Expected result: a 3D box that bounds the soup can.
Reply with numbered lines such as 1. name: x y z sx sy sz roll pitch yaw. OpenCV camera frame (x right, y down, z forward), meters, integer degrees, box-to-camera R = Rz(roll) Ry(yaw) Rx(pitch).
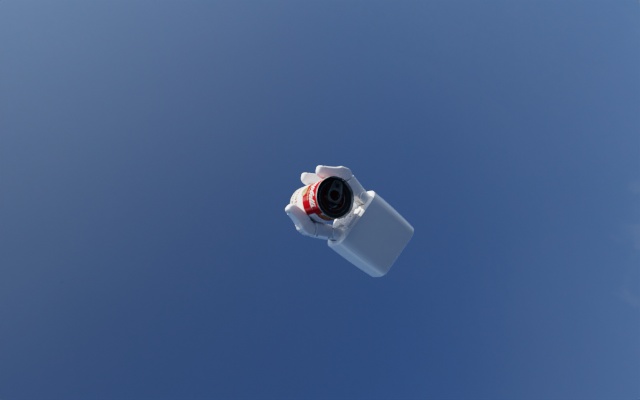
1. soup can: 0.000 0.002 0.783 0.068 0.068 0.102 0 -9 -28
